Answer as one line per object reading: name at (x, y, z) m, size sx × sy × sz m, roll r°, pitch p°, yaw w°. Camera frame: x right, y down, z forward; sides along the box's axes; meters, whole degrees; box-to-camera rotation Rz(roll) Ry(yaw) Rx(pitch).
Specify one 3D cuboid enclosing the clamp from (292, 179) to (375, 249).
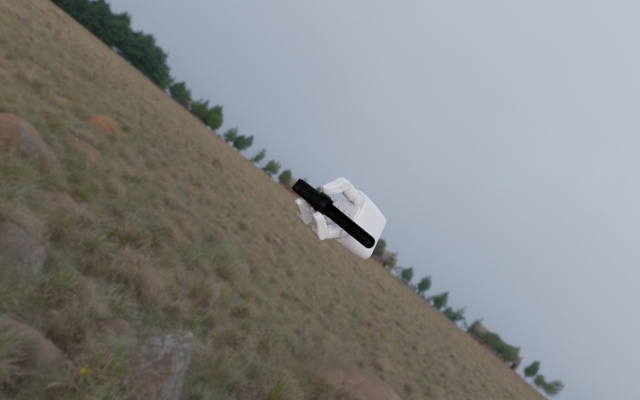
clamp at (0.000, 0.002, 0.900) m, size 0.210 × 0.036 × 0.165 m, roll 37°, pitch -5°, yaw 43°
